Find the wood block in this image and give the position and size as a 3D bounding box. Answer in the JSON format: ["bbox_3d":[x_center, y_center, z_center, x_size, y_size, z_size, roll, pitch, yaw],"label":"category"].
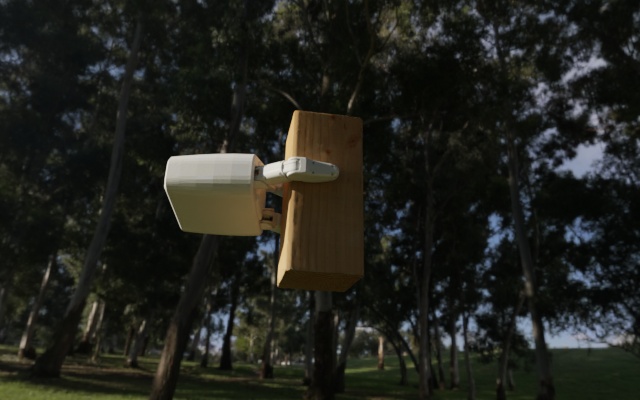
[{"bbox_3d":[0.000,0.002,0.601,0.090,0.206,0.091,6,-23,-10],"label":"wood block"}]
